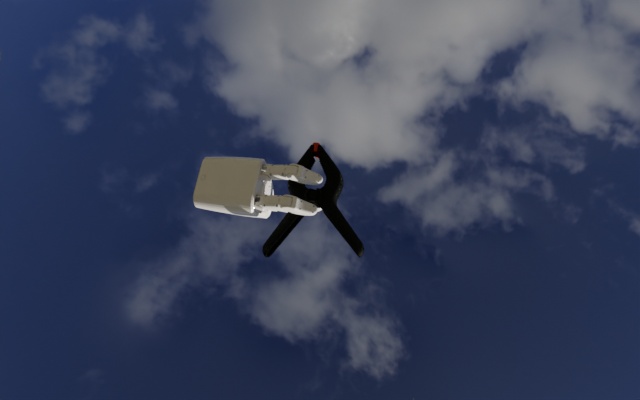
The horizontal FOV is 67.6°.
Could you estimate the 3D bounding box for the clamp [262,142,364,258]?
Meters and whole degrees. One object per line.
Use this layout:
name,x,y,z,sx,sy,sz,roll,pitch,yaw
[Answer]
clamp,0.000,0.002,0.801,0.164,0.210,0.036,6,-21,9
